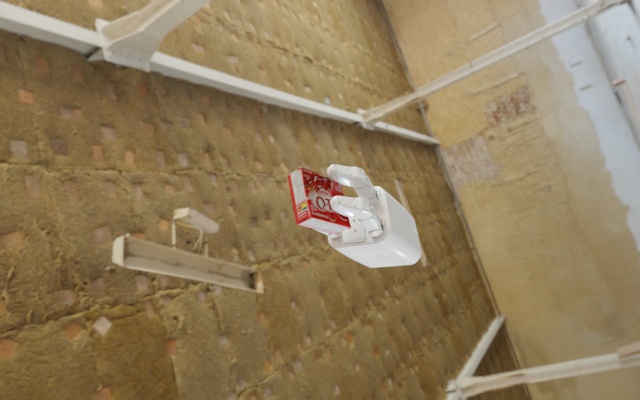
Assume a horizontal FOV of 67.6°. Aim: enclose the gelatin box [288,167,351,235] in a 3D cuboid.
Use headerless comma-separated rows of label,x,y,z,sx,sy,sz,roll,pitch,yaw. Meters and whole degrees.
gelatin box,0.000,0.002,0.645,0.030,0.073,0.089,-28,-29,33
